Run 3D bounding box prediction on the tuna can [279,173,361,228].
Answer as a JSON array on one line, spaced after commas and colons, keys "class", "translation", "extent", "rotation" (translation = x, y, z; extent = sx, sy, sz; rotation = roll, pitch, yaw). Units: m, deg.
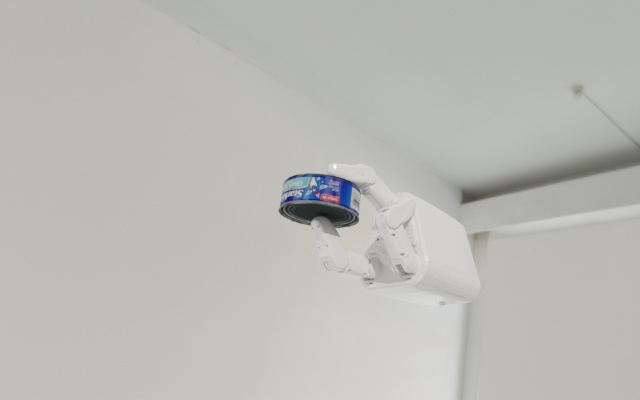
[{"class": "tuna can", "translation": [0.000, 0.001, 0.509], "extent": [0.086, 0.033, 0.086], "rotation": [6, -18, 2]}]
